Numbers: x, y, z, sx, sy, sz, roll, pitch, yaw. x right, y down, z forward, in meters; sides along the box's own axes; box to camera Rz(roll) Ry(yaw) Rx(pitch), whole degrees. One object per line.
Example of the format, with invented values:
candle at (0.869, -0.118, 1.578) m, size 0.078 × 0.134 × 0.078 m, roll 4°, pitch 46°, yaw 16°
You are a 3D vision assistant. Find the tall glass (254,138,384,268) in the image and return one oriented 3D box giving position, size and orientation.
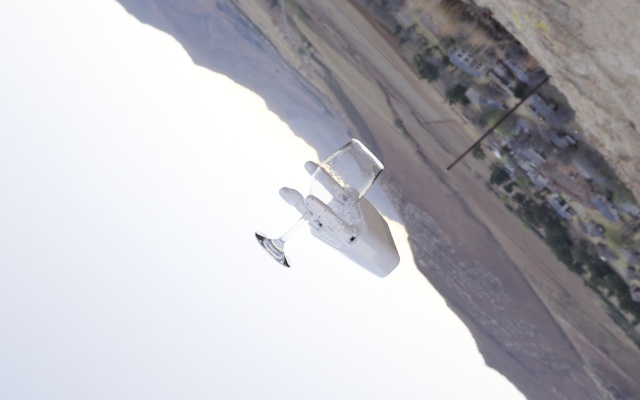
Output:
tall glass at (0.000, 0.003, 0.690) m, size 0.079 × 0.201 × 0.079 m, roll 44°, pitch 6°, yaw -6°
